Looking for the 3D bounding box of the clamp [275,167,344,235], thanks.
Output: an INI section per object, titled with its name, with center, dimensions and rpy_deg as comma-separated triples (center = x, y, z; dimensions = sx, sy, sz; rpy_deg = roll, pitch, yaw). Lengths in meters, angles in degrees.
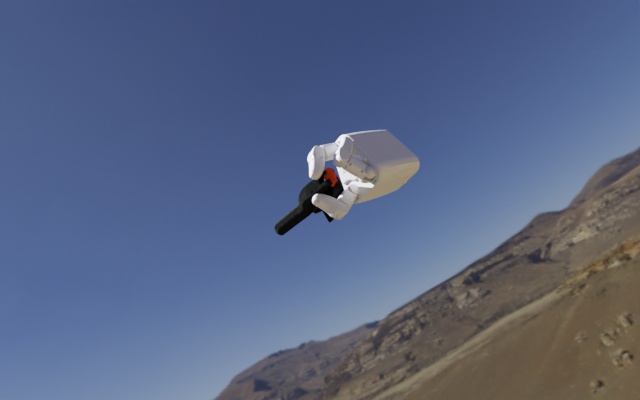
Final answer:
[clamp]
center = 0.000, 0.002, 0.826
dimensions = 0.120, 0.039, 0.171
rpy_deg = -15, -23, -38
